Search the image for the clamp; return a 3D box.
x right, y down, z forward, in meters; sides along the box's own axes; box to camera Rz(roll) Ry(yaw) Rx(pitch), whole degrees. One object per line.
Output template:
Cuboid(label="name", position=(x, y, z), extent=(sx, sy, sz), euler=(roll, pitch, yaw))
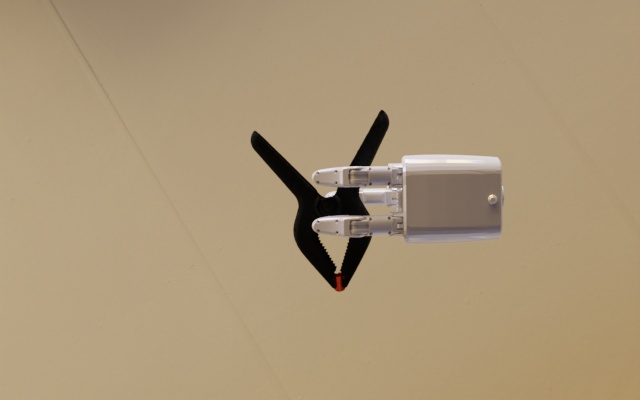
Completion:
Cuboid(label="clamp", position=(0.000, 0.002, 0.567), extent=(0.164, 0.210, 0.036), euler=(-1, 4, 9))
